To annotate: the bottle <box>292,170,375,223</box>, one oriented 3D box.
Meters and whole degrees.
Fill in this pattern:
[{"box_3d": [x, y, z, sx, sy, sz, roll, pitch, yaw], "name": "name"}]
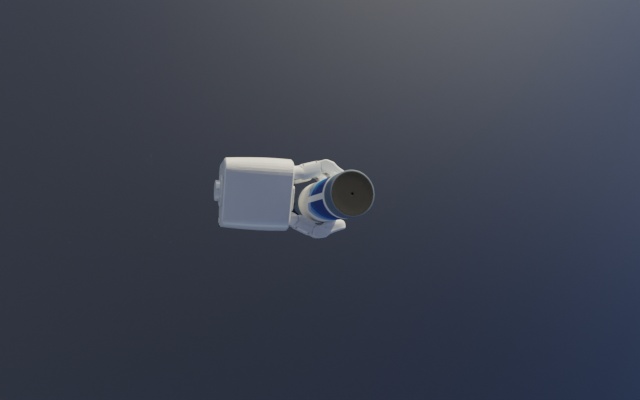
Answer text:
[{"box_3d": [0.000, 0.003, 0.795, 0.069, 0.069, 0.296, 0, -5, -17], "name": "bottle"}]
